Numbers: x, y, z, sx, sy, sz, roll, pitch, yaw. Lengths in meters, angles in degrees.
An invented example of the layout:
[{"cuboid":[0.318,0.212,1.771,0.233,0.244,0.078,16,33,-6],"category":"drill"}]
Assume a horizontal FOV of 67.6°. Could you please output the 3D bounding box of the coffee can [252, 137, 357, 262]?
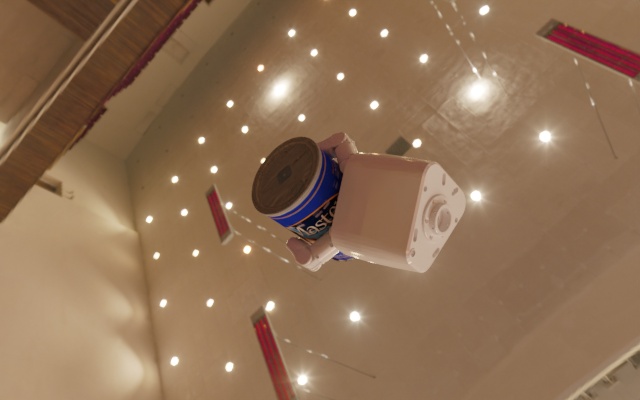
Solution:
[{"cuboid":[0.000,0.002,0.590,0.103,0.102,0.140,0,-27,43],"category":"coffee can"}]
